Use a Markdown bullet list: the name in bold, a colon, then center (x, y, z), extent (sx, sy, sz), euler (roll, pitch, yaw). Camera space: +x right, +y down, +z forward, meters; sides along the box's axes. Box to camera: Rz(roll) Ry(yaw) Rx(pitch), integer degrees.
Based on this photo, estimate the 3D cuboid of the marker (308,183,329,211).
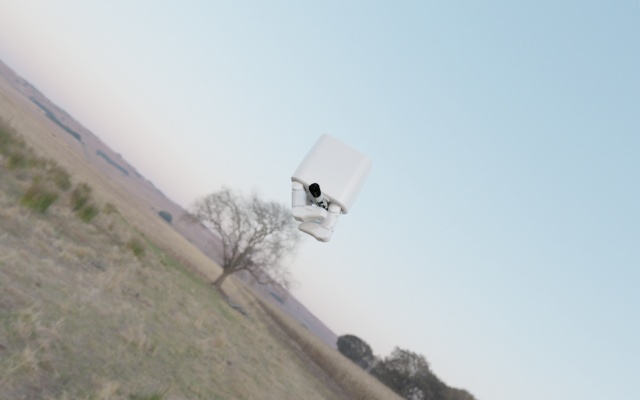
- **marker**: center (0.000, 0.003, 0.810), extent (0.020, 0.020, 0.121), euler (0, -25, 12)
